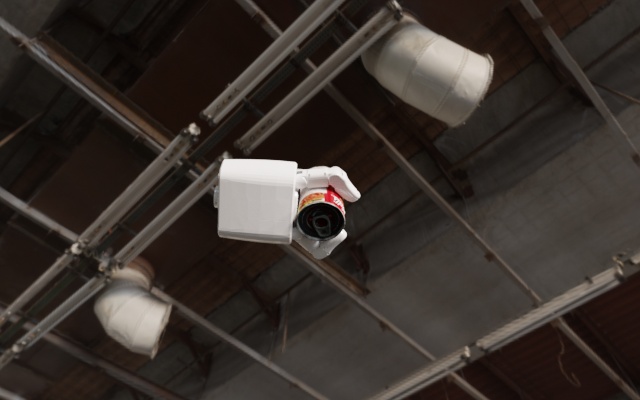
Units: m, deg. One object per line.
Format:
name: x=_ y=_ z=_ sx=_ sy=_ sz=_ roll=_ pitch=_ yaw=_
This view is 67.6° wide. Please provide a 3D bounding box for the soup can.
soup can: x=0.001 y=0.002 z=0.703 sx=0.068 sy=0.068 sz=0.102 roll=0 pitch=34 yaw=0
